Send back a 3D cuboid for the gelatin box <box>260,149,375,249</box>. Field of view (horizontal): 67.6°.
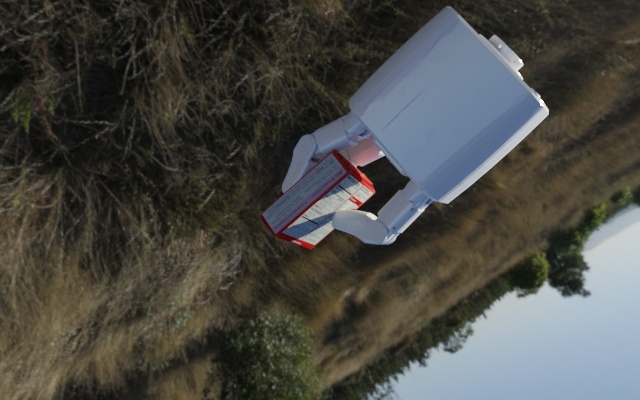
[{"bbox_3d":[0.000,0.002,0.431,0.089,0.030,0.073,-42,-25,9],"label":"gelatin box"}]
